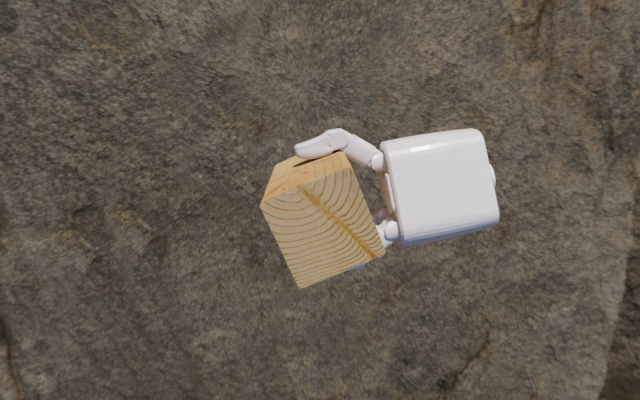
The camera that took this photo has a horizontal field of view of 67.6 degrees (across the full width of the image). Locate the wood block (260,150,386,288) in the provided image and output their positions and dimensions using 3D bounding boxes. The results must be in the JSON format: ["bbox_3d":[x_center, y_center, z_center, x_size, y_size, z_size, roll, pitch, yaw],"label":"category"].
[{"bbox_3d":[0.000,0.001,0.525,0.090,0.091,0.206,-22,13,4],"label":"wood block"}]
